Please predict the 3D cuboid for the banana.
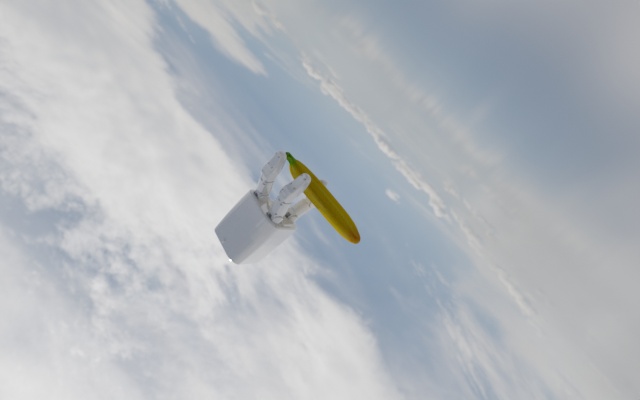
[{"bbox_3d":[0.002,0.000,0.835,0.037,0.198,0.069,-43,-8,11],"label":"banana"}]
